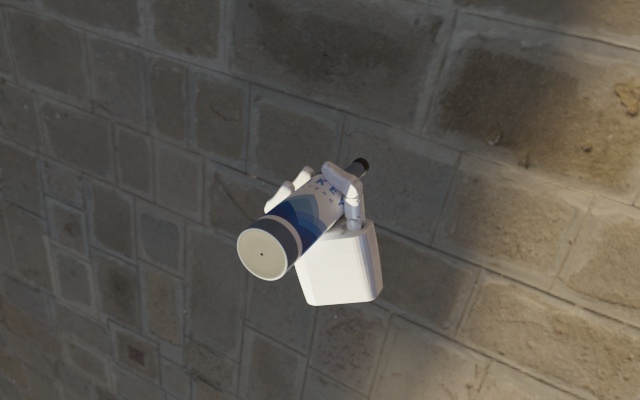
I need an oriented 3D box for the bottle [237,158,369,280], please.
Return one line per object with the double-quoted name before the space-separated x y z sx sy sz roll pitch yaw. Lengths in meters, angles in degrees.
"bottle" 0.000 0.002 0.646 0.069 0.069 0.295 0 23 29
